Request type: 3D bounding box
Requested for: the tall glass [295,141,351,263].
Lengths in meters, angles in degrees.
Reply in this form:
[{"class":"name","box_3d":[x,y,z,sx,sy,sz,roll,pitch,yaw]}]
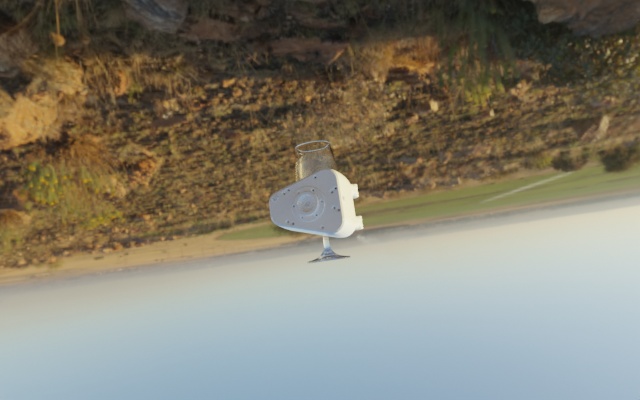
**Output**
[{"class":"tall glass","box_3d":[0.000,0.003,0.815,0.079,0.201,0.079,-8,-6,-1]}]
